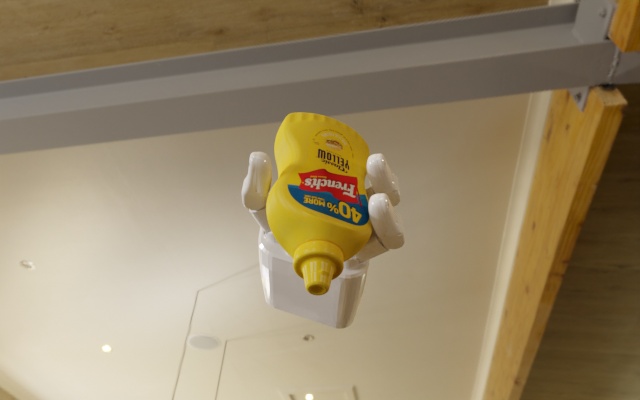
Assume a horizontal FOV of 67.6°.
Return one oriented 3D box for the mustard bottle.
[{"bbox_3d":[0.000,0.001,0.433,0.096,0.191,0.058,21,-48,-18],"label":"mustard bottle"}]
